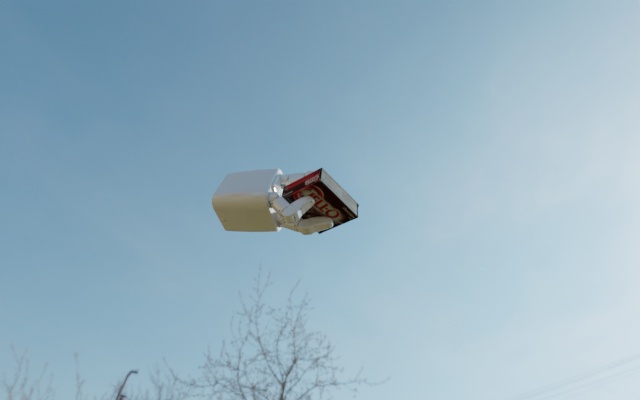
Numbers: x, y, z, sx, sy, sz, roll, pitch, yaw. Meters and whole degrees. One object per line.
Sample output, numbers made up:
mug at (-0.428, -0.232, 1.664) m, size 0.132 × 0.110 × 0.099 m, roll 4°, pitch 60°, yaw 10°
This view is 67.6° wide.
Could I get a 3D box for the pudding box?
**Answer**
pudding box at (0.000, 0.003, 0.844) m, size 0.090 × 0.039 × 0.113 m, roll -25°, pitch -50°, yaw 32°
